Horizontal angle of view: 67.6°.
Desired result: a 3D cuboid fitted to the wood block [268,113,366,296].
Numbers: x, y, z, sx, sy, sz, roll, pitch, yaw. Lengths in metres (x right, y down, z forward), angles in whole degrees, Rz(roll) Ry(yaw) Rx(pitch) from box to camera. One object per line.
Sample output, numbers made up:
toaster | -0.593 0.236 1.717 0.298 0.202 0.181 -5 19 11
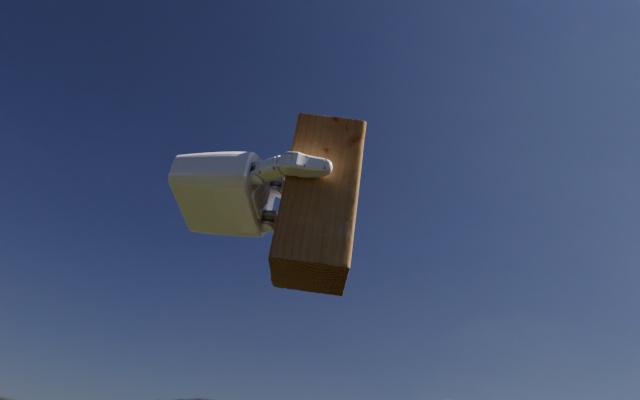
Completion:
wood block | 0.000 0.002 0.596 0.090 0.206 0.091 8 -31 2
